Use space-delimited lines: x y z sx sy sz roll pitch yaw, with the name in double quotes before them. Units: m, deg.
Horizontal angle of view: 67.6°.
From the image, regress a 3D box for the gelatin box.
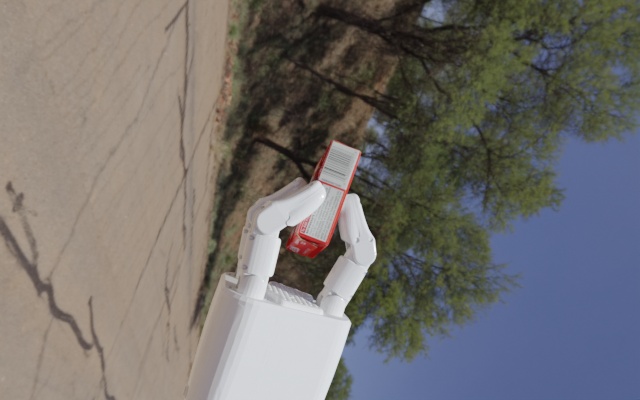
"gelatin box" 0.001 0.001 0.415 0.030 0.089 0.073 22 -16 -5
